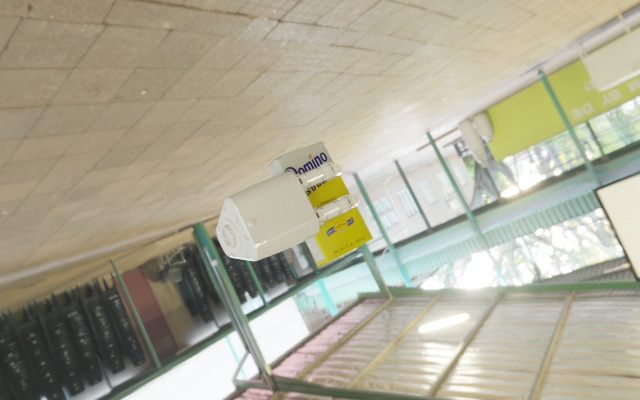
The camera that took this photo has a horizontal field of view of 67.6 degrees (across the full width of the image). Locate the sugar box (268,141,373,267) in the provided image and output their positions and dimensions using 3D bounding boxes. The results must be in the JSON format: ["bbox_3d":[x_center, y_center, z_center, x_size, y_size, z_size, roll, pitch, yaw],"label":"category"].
[{"bbox_3d":[0.000,0.002,0.741,0.093,0.176,0.048,-24,-4,-32],"label":"sugar box"}]
